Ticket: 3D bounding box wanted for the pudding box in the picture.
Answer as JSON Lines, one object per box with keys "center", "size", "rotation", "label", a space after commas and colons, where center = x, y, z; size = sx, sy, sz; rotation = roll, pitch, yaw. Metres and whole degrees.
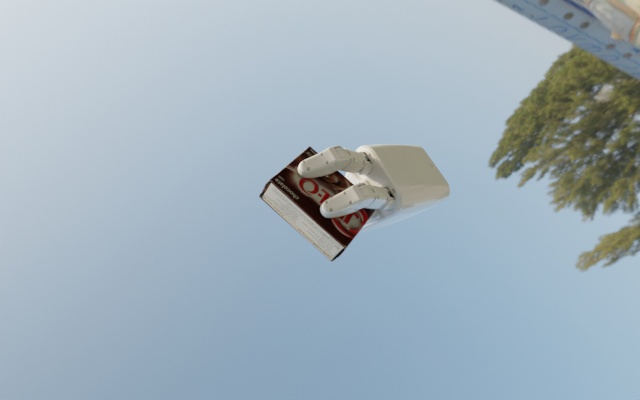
{"center": [0.000, 0.002, 0.549], "size": [0.090, 0.113, 0.039], "rotation": [-47, -5, -48], "label": "pudding box"}
